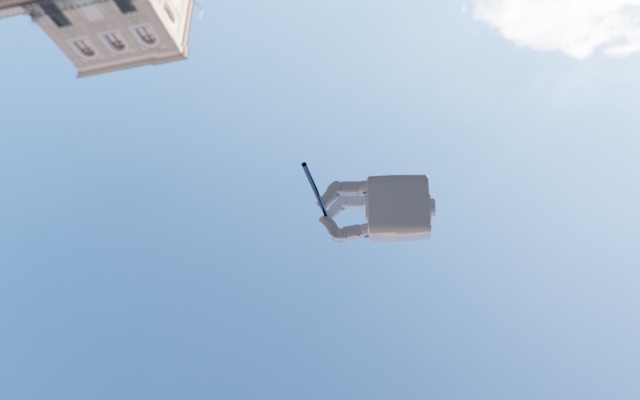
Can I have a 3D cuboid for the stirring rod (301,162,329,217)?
[{"bbox_3d":[0.000,0.003,0.816,0.011,0.011,0.240,0,-28,13],"label":"stirring rod"}]
